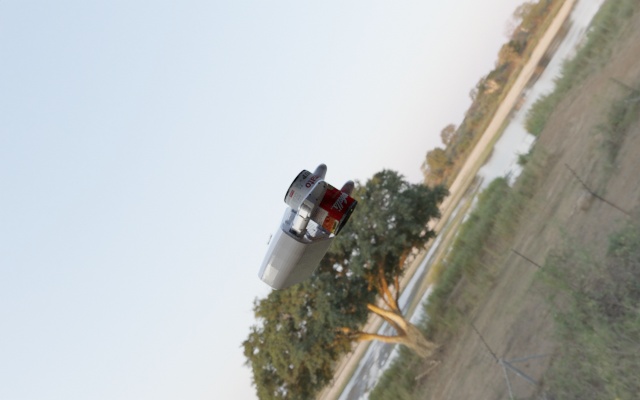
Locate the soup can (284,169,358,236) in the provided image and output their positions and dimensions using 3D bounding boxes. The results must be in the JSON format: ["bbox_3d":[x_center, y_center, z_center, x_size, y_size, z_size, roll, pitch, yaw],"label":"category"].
[{"bbox_3d":[0.000,0.002,0.778,0.102,0.068,0.068,32,6,10],"label":"soup can"}]
